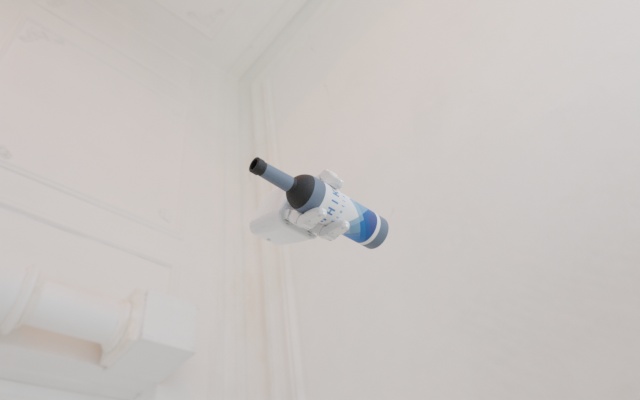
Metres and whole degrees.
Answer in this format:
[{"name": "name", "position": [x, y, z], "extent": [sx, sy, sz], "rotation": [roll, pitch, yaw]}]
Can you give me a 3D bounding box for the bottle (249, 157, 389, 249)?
[{"name": "bottle", "position": [0.000, 0.003, 0.845], "extent": [0.296, 0.069, 0.069], "rotation": [30, -17, -33]}]
